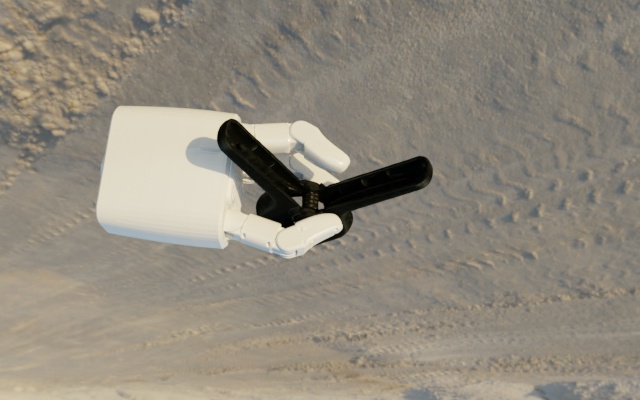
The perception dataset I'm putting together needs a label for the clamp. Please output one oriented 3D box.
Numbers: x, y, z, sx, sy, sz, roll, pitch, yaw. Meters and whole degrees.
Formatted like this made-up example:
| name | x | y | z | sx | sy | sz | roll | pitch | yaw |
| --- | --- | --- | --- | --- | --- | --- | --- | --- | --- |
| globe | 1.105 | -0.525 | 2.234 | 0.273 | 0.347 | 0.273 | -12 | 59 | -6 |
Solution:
| name | x | y | z | sx | sy | sz | roll | pitch | yaw |
| --- | --- | --- | --- | --- | --- | --- | --- | --- | --- |
| clamp | 0.000 | 0.002 | 0.436 | 0.164 | 0.036 | 0.210 | 8 | -25 | 0 |
